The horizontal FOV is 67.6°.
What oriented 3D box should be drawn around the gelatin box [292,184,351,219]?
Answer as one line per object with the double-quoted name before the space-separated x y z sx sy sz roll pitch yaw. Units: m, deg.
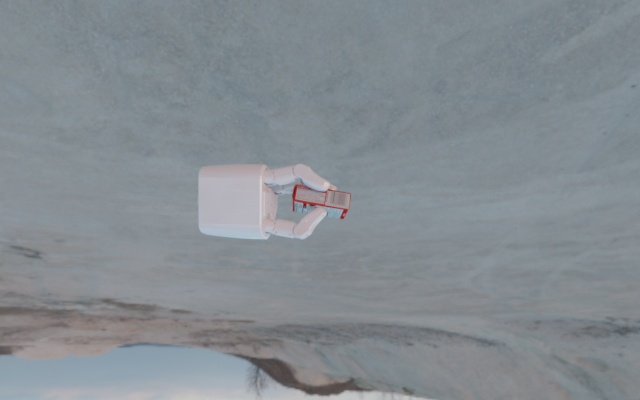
"gelatin box" 0.000 0.003 0.758 0.089 0.030 0.073 10 -14 -1
